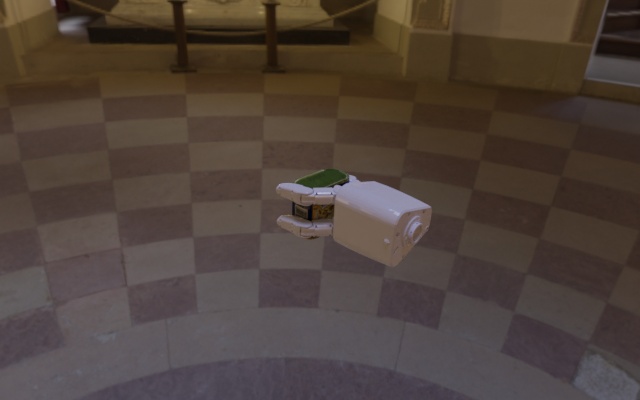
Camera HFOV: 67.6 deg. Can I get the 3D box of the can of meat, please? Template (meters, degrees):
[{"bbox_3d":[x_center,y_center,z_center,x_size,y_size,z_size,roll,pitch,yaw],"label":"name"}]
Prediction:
[{"bbox_3d":[0.000,0.002,0.768,0.102,0.084,0.057,-24,39,-39],"label":"can of meat"}]
